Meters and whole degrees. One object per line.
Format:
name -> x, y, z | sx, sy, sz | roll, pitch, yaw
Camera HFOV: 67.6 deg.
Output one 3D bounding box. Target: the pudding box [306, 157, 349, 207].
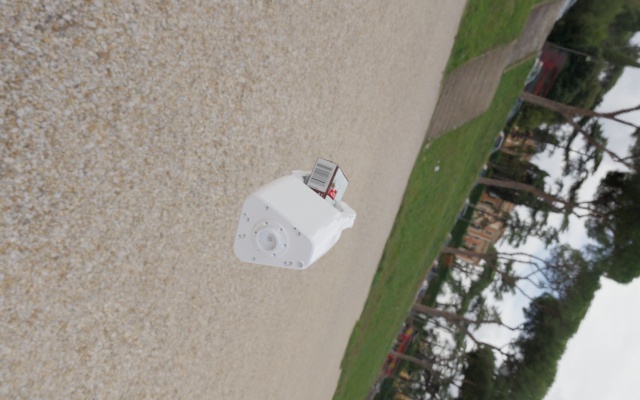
pudding box -> 0.000, 0.002, 0.728 | 0.039, 0.113, 0.090 | 23, -7, 16
